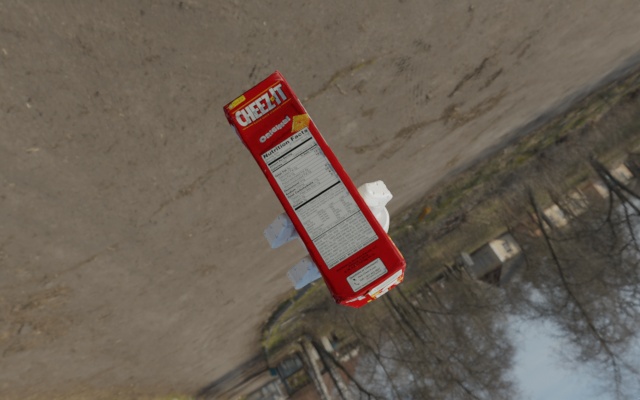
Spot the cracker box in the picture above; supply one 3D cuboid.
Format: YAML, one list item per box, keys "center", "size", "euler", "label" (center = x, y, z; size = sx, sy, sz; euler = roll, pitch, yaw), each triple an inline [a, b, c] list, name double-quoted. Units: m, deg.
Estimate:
- center: [0.000, 0.002, 0.484]
  size: [0.072, 0.213, 0.164]
  euler: [-33, -16, 1]
  label: "cracker box"
